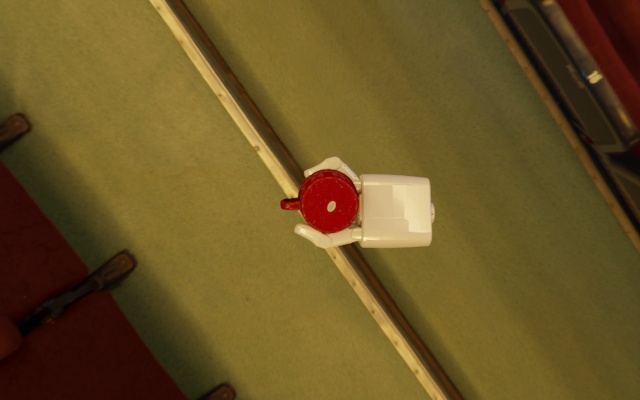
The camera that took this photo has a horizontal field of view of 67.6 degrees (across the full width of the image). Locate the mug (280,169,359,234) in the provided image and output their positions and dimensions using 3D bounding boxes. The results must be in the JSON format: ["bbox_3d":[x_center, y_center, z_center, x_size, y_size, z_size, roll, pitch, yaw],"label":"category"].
[{"bbox_3d":[-0.001,0.002,0.691,0.117,0.093,0.081,-1,6,-1],"label":"mug"}]
